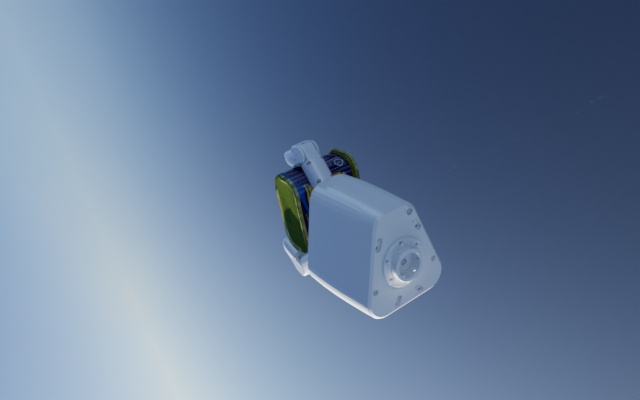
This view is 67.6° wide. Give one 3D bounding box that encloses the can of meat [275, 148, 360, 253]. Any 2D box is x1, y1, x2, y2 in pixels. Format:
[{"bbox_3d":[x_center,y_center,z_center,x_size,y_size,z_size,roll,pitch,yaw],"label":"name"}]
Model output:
[{"bbox_3d":[0.000,0.002,0.558,0.084,0.102,0.057,-25,29,-24],"label":"can of meat"}]
